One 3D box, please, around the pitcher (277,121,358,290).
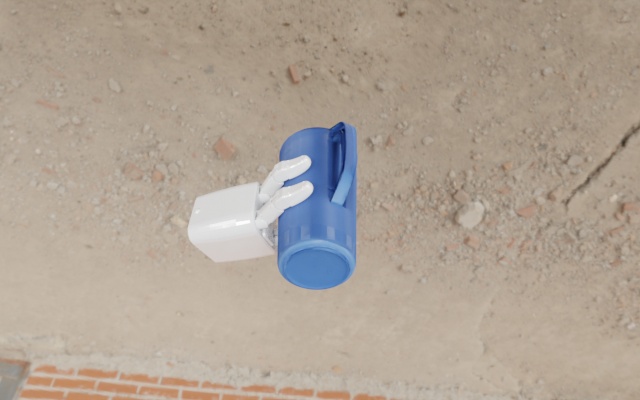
[{"bbox_3d":[0.000,0.002,0.722,0.145,0.242,0.149,-11,-47,11],"label":"pitcher"}]
